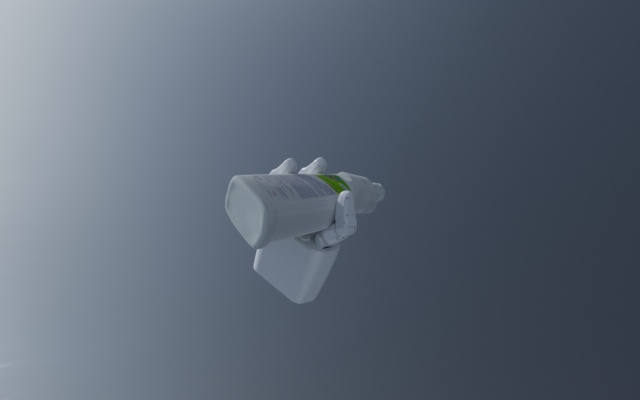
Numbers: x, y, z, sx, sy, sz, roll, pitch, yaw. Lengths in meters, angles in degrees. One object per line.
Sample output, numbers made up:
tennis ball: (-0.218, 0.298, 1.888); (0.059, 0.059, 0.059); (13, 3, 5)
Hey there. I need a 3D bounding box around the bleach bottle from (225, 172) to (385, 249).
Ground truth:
bleach bottle: (0.000, 0.002, 0.670); (0.251, 0.068, 0.102); (-6, 38, -39)
